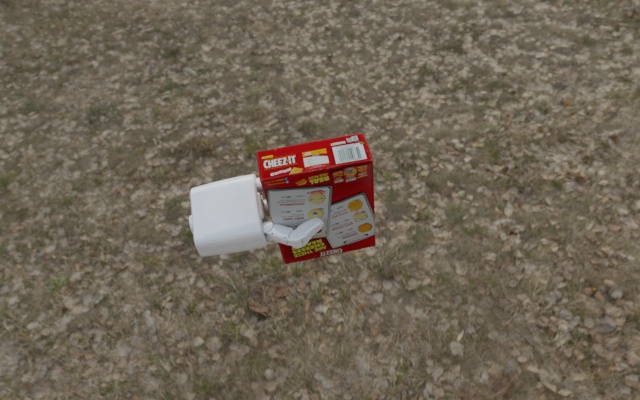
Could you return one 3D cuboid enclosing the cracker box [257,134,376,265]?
[{"bbox_3d":[0.000,0.003,0.764,0.164,0.072,0.214,-11,-41,-1],"label":"cracker box"}]
